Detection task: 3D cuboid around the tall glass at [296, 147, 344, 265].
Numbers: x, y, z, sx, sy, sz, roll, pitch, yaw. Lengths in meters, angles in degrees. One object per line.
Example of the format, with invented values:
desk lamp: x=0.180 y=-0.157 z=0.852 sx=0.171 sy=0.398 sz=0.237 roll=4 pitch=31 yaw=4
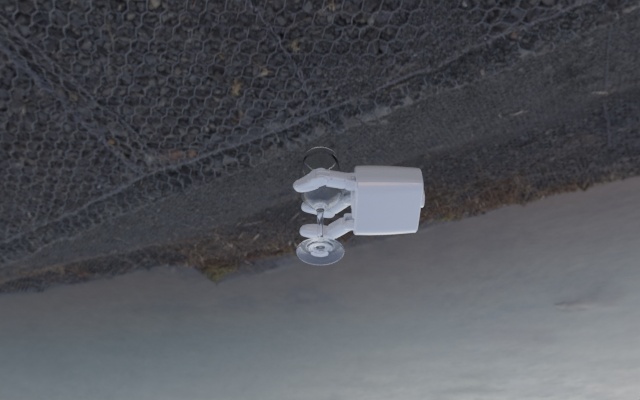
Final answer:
tall glass: x=0.000 y=0.003 z=0.793 sx=0.079 sy=0.200 sz=0.079 roll=0 pitch=-39 yaw=0
